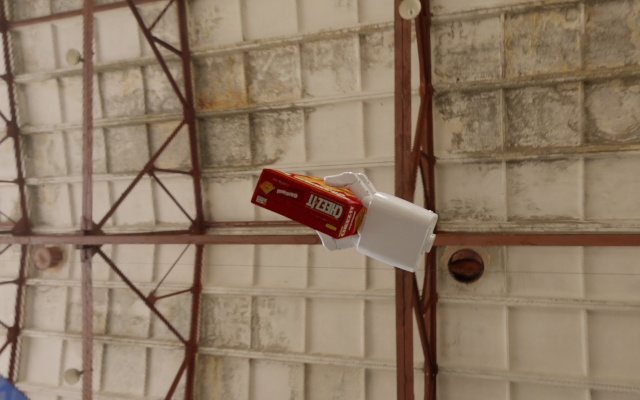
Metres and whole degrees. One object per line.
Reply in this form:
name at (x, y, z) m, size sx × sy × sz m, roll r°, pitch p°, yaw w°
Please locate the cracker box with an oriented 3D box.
cracker box at (0.000, 0.003, 0.860) m, size 0.164 × 0.072 × 0.214 m, roll 22°, pitch 6°, yaw 18°
